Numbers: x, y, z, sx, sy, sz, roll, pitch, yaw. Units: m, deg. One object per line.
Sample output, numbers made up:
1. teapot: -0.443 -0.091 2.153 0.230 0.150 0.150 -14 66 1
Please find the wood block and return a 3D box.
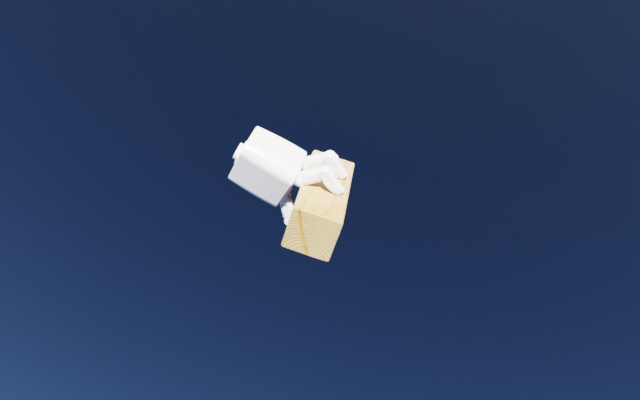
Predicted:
1. wood block: 0.000 0.003 0.889 0.090 0.091 0.206 19 35 -2
